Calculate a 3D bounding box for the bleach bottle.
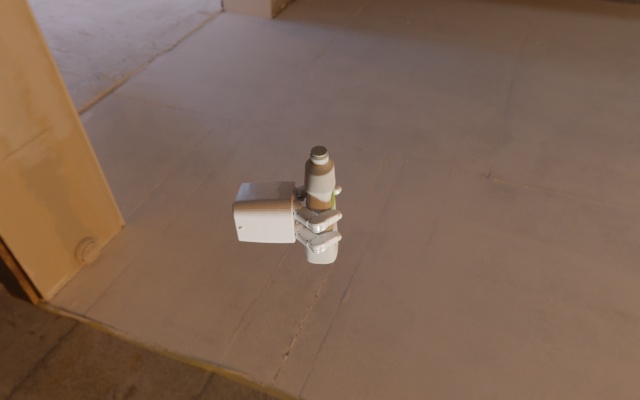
[{"bbox_3d":[0.000,0.003,0.884,0.068,0.251,0.102,0,43,2],"label":"bleach bottle"}]
